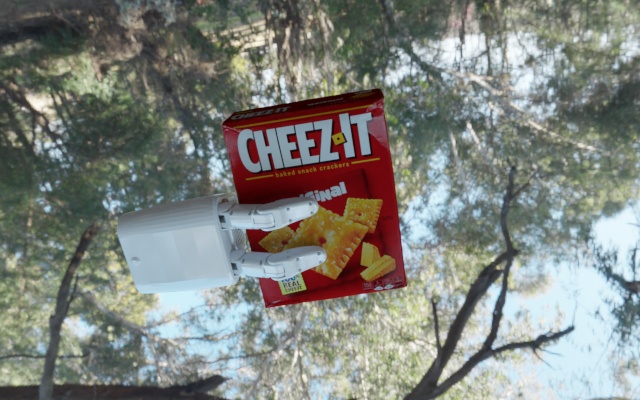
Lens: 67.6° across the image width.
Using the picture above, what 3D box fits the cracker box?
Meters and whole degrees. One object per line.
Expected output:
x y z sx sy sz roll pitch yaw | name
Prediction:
0.000 0.002 0.518 0.164 0.214 0.072 -9 20 5 | cracker box
